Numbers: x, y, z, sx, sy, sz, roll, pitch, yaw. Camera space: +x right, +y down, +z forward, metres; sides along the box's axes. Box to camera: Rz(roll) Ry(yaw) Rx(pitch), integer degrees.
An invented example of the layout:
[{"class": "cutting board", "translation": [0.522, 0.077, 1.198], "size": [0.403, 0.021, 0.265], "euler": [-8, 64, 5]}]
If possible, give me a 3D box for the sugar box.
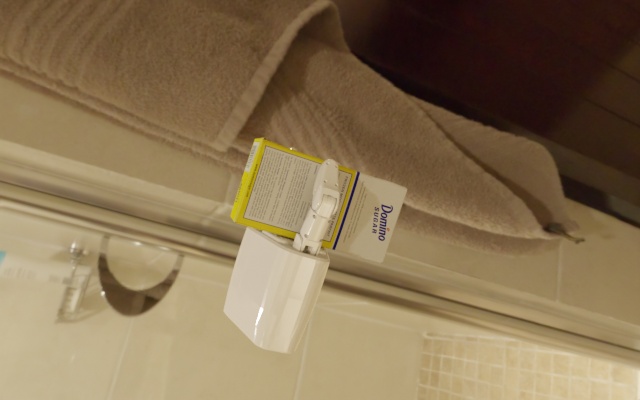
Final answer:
[{"class": "sugar box", "translation": [0.000, 0.002, 0.529], "size": [0.176, 0.093, 0.048], "euler": [18, 2, -21]}]
